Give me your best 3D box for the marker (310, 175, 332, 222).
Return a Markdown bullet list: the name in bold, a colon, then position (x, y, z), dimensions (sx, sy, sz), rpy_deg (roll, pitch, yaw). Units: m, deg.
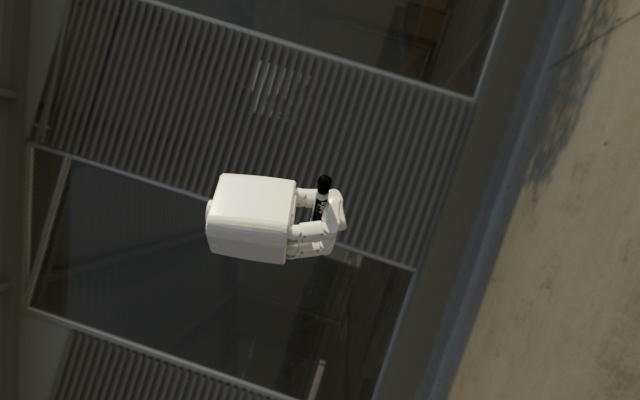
- **marker**: position (0.000, 0.002, 0.648), dimensions (0.020, 0.020, 0.121), rpy_deg (0, -29, -6)
